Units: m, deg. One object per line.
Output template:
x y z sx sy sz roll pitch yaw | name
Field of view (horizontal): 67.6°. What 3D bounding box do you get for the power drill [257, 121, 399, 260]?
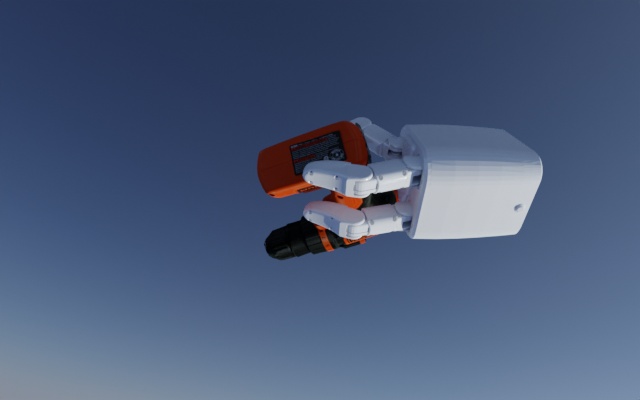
0.000 0.001 0.521 0.184 0.057 0.188 -20 -28 7 | power drill
